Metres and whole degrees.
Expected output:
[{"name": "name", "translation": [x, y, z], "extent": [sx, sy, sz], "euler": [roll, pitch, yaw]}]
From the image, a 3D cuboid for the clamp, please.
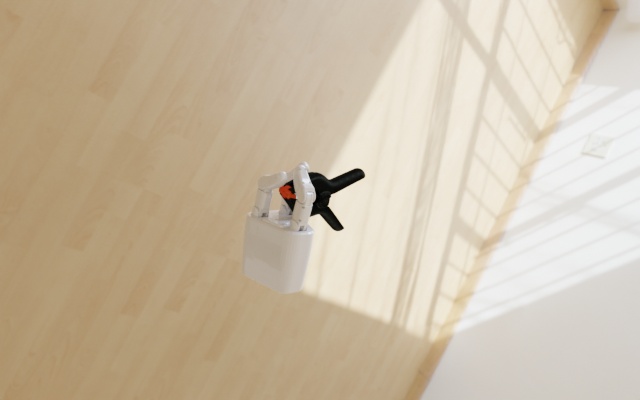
[{"name": "clamp", "translation": [0.000, 0.003, 0.805], "extent": [0.171, 0.120, 0.039], "euler": [-3, 21, -39]}]
